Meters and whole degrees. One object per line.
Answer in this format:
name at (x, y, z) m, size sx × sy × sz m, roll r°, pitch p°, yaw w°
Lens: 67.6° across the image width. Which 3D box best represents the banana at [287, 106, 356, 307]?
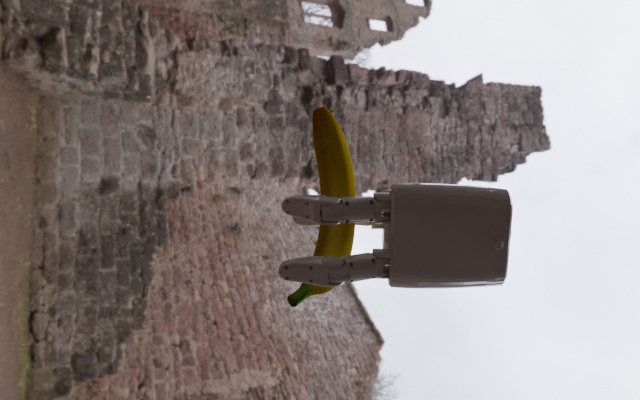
banana at (0.010, 0.008, 0.482) m, size 0.037 × 0.197 × 0.069 m, roll 1°, pitch -8°, yaw 33°
